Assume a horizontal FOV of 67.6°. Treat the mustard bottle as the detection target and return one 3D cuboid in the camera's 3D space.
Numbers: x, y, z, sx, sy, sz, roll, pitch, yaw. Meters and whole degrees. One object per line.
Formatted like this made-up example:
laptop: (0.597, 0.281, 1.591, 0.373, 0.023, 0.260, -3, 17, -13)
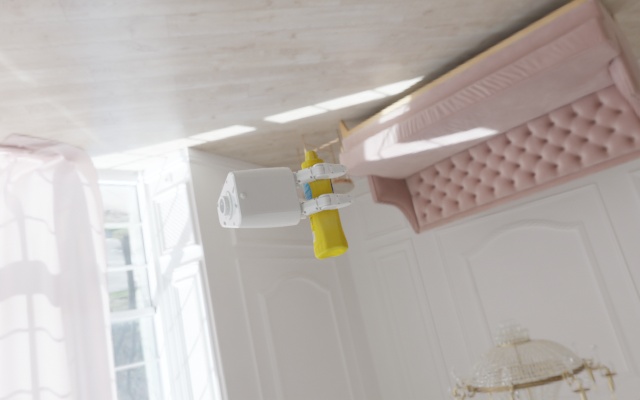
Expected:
mustard bottle: (0.001, 0.003, 0.844, 0.058, 0.191, 0.096, -11, -14, -7)
